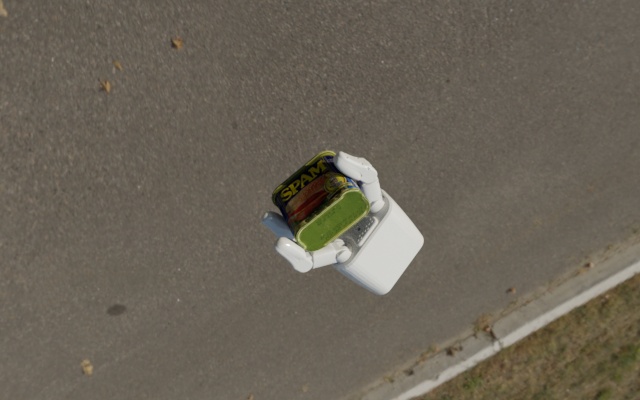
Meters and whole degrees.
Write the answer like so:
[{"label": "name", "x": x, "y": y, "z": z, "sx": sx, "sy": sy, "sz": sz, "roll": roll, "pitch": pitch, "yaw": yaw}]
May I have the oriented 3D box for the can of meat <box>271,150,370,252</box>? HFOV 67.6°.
[{"label": "can of meat", "x": 0.000, "y": 0.002, "z": 0.583, "sx": 0.057, "sy": 0.102, "sz": 0.084, "roll": 46, "pitch": 8, "yaw": -43}]
